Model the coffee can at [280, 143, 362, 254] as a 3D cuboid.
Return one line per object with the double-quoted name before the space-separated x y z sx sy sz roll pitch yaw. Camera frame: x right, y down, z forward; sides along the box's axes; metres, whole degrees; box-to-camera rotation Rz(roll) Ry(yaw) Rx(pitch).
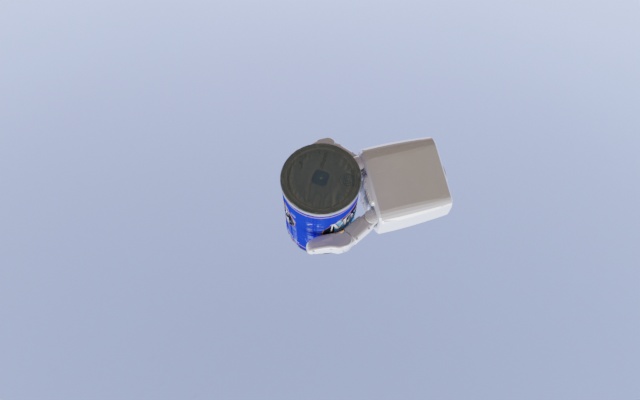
"coffee can" 0.000 0.002 0.657 0.103 0.102 0.140 0 -26 0
